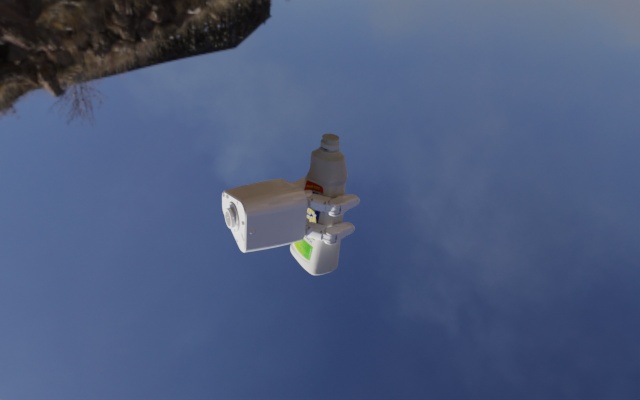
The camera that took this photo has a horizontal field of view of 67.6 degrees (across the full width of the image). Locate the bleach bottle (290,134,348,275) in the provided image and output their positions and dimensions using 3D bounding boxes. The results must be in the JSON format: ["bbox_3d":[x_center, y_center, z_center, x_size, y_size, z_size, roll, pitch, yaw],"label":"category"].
[{"bbox_3d":[0.000,0.003,0.826,0.068,0.251,0.102,-12,35,-28],"label":"bleach bottle"}]
